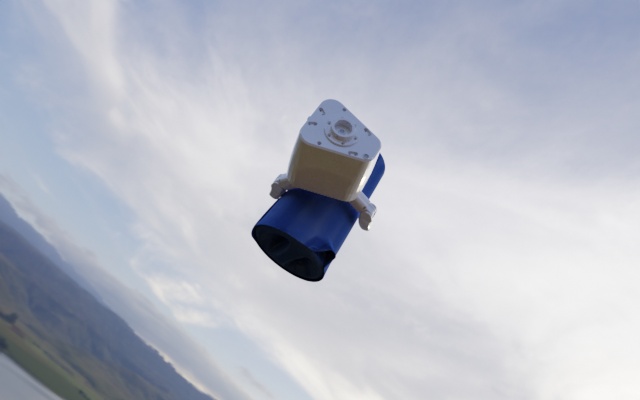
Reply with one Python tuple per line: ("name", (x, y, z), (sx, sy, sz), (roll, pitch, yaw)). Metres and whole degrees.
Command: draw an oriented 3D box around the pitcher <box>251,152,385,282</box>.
("pitcher", (0.000, 0.003, 0.799), (0.149, 0.242, 0.145), (33, -30, 6))
